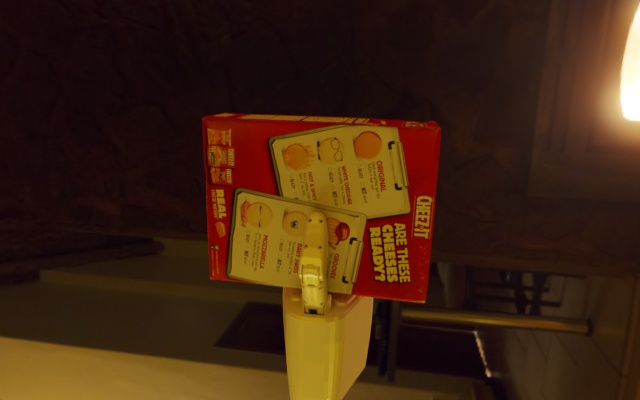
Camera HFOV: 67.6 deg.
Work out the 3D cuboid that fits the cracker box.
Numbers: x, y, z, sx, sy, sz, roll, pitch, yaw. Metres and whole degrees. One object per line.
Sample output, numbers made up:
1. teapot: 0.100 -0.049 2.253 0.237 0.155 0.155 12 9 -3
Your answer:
1. cracker box: 0.000 0.002 0.465 0.213 0.164 0.072 4 17 9
